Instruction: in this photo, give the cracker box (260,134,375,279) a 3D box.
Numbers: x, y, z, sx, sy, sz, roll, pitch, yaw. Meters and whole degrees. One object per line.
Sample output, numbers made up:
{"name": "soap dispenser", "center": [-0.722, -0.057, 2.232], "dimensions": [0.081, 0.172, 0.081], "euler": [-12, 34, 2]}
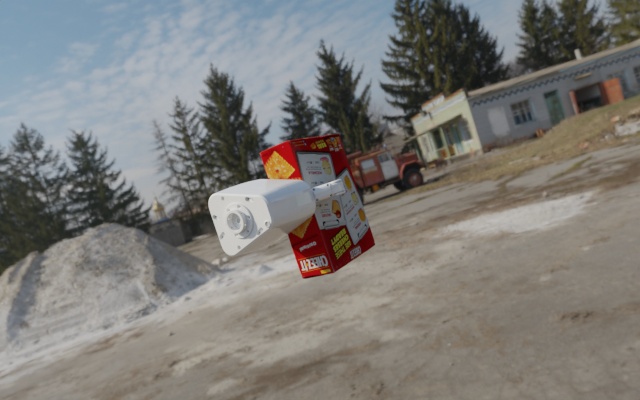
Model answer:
{"name": "cracker box", "center": [0.000, 0.002, 0.803], "dimensions": [0.072, 0.213, 0.164], "euler": [-17, 2, 32]}
